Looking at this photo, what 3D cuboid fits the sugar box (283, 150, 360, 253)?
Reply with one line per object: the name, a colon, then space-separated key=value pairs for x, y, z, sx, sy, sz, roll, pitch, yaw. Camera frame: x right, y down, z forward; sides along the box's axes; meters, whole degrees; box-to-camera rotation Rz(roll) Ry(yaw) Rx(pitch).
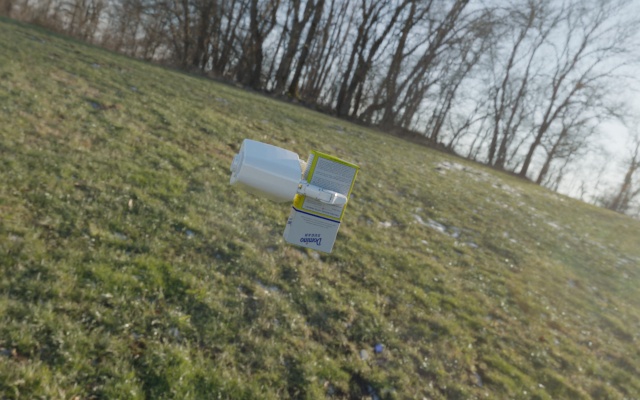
sugar box: x=0.000 y=0.003 z=0.898 sx=0.093 sy=0.176 sz=0.048 roll=17 pitch=9 yaw=-18
